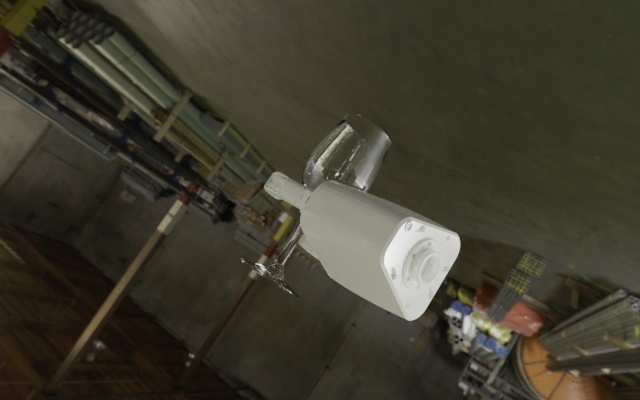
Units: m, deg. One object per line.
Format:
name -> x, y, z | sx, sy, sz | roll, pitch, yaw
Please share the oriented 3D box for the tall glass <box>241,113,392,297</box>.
tall glass -> 0.000, 0.002, 0.526 | 0.079, 0.201, 0.079 | 33, -9, 6
